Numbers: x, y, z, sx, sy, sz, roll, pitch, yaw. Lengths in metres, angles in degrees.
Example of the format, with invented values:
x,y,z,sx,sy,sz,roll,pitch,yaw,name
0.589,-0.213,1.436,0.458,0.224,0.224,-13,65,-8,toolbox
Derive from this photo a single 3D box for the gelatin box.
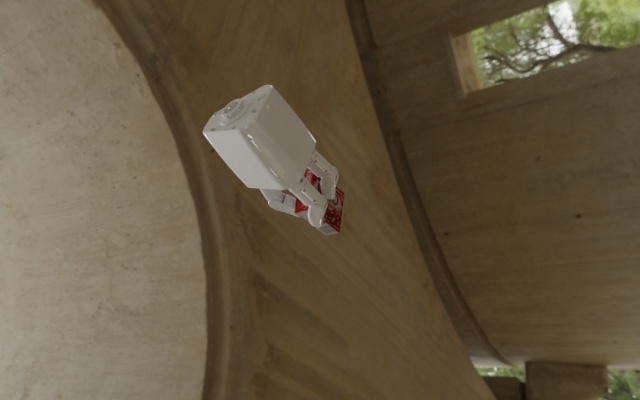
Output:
x,y,z,sx,sy,sz,roll,pitch,yaw,name
0.000,0.003,0.740,0.030,0.073,0.089,-13,-35,33,gelatin box
